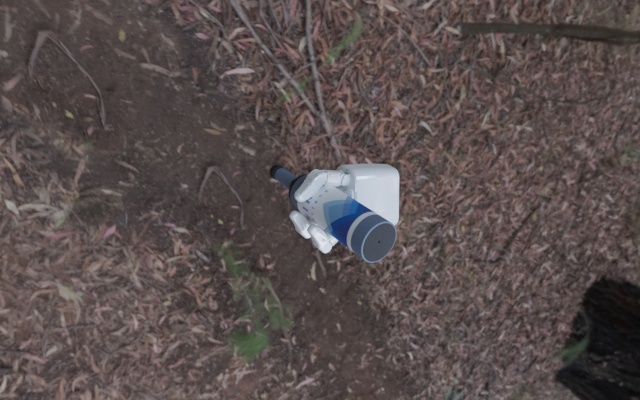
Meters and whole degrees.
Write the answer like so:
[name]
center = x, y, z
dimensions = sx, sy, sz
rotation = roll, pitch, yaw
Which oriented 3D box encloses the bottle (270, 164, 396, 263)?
[bottle]
center = 0.000, 0.003, 0.785
dimensions = 0.069, 0.069, 0.295
rotation = 0, 23, -38
